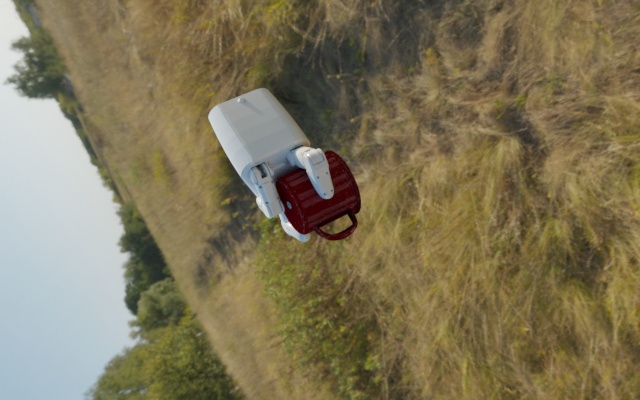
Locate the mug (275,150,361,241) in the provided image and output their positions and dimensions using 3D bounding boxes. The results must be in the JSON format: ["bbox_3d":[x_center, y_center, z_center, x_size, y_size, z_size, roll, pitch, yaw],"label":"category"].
[{"bbox_3d":[0.001,0.003,0.617,0.081,0.117,0.093,-26,-22,-18],"label":"mug"}]
